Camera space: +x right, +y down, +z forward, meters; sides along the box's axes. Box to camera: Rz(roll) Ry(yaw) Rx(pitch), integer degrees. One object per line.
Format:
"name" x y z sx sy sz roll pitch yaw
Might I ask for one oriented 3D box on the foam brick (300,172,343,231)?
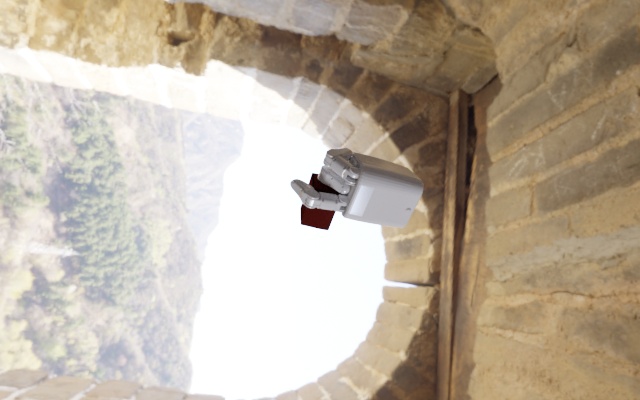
"foam brick" 0.000 0.003 0.798 0.051 0.078 0.053 13 34 -11
